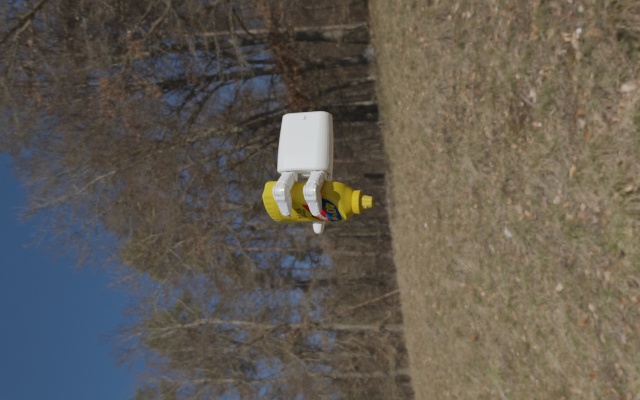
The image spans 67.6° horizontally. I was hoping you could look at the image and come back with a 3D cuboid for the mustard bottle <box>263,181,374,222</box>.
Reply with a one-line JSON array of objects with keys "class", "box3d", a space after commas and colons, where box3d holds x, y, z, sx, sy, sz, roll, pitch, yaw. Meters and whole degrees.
[{"class": "mustard bottle", "box3d": [0.000, 0.003, 0.858, 0.191, 0.058, 0.096, -1, -35, 18]}]
